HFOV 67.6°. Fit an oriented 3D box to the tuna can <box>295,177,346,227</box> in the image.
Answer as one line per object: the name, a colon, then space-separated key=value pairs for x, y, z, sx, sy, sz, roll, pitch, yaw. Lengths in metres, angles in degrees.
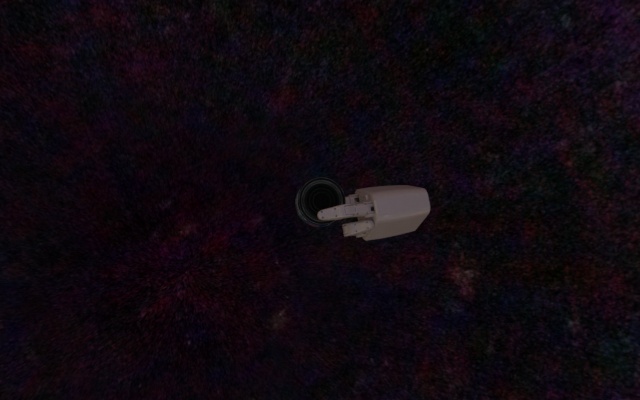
tuna can: x=0.000 y=0.003 z=0.836 sx=0.086 sy=0.086 sz=0.034 roll=0 pitch=-7 yaw=-10
